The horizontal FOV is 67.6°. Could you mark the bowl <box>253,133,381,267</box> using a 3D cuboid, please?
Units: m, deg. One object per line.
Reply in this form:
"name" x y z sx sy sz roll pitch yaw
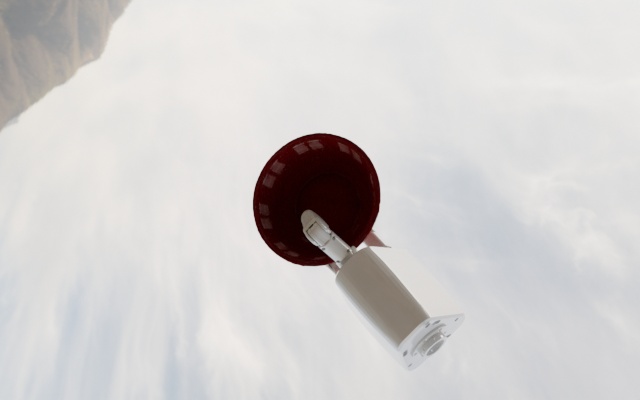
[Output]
"bowl" 0.000 0.001 0.589 0.162 0.162 0.055 0 -11 19
